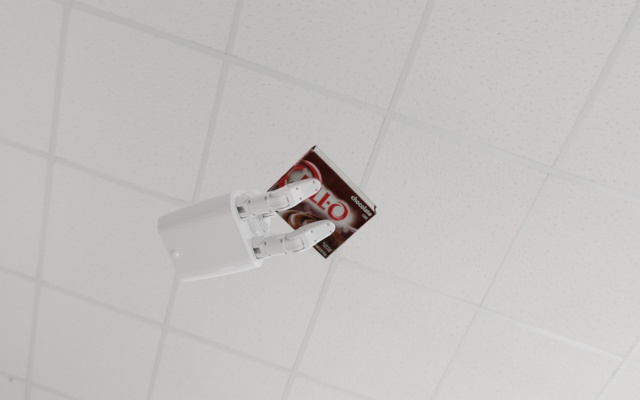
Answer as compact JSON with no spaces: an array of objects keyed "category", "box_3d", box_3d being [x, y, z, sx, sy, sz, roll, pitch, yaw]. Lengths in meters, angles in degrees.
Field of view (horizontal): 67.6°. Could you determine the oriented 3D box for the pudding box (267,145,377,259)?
[{"category":"pudding box","box_3d":[0.000,0.002,0.592,0.090,0.113,0.039,-44,9,19]}]
